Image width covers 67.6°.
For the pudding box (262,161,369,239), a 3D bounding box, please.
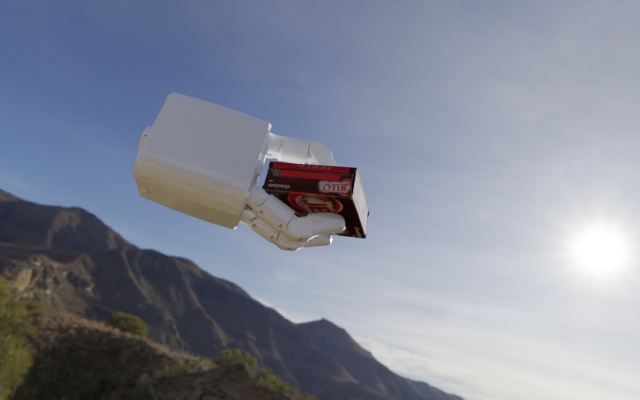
[{"bbox_3d":[0.000,0.001,0.498,0.090,0.039,0.113,6,-20,16],"label":"pudding box"}]
